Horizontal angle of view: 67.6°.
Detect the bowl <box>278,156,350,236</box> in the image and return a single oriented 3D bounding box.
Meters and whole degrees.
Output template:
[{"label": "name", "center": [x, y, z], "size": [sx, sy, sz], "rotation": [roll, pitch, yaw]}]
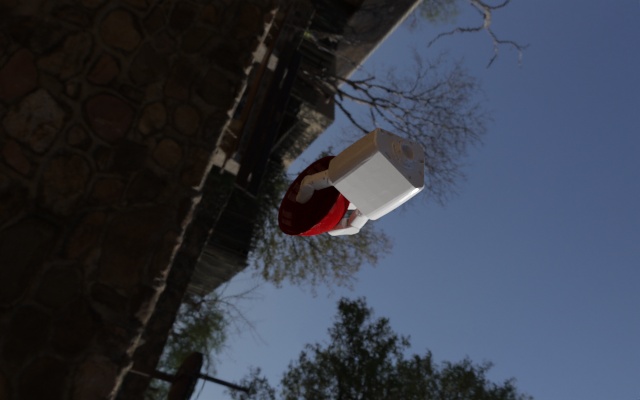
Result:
[{"label": "bowl", "center": [0.000, 0.003, 0.831], "size": [0.055, 0.162, 0.162], "rotation": [38, -22, -31]}]
